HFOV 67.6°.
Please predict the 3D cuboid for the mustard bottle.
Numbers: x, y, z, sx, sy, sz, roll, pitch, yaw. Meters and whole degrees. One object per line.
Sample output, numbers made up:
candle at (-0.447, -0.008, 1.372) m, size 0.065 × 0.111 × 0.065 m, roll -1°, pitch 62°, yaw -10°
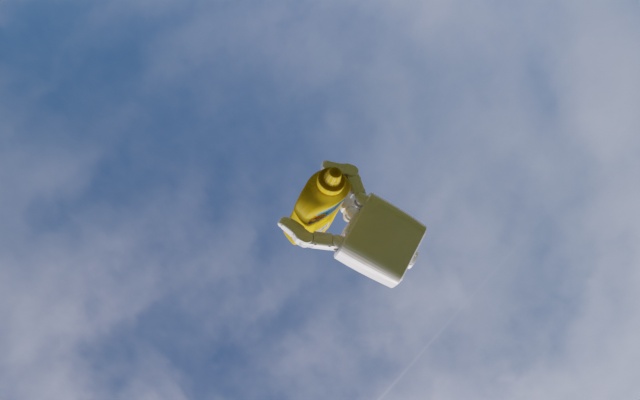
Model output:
mustard bottle at (0.000, 0.002, 0.748) m, size 0.096 × 0.058 × 0.192 m, roll -32°, pitch -14°, yaw -25°
